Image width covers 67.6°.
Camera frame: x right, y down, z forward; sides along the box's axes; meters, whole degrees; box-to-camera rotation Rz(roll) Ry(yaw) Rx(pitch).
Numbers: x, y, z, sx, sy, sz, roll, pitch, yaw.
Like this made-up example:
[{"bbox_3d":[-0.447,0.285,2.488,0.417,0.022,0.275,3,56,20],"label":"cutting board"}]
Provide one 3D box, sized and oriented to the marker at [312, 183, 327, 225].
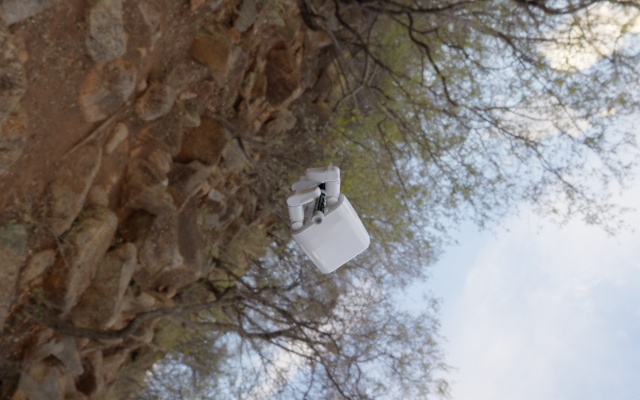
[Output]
[{"bbox_3d":[0.000,0.003,0.814,0.020,0.020,0.121,0,29,6],"label":"marker"}]
